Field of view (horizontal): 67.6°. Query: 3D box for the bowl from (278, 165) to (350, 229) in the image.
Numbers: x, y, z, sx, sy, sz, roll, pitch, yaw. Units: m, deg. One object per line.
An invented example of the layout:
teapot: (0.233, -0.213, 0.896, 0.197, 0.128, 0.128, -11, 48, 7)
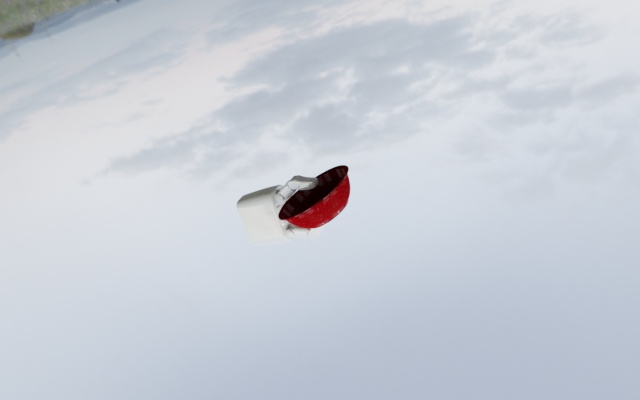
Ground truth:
bowl: (0.001, 0.003, 0.898, 0.162, 0.055, 0.162, -34, 16, 11)
